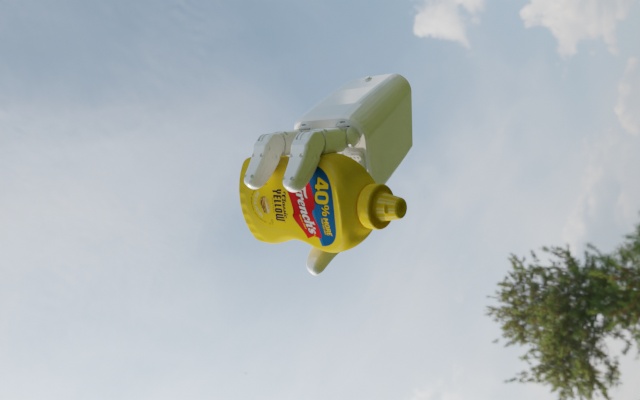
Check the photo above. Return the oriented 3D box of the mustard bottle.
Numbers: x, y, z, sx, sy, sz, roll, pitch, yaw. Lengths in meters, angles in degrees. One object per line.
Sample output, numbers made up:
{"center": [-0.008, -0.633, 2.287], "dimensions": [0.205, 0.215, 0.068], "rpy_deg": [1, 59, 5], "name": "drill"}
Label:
{"center": [0.000, 0.002, 0.470], "dimensions": [0.191, 0.096, 0.058], "rpy_deg": [4, 14, 43], "name": "mustard bottle"}
